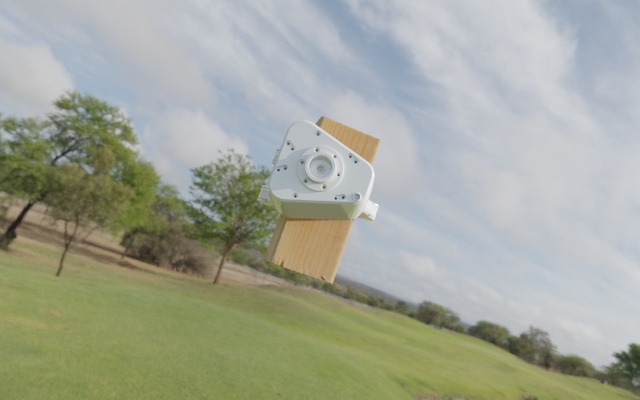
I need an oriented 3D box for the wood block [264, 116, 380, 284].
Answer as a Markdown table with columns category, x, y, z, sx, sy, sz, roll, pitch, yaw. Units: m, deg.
| category | x | y | z | sx | sy | sz | roll | pitch | yaw |
| --- | --- | --- | --- | --- | --- | --- | --- | --- | --- |
| wood block | 0.001 | 0.002 | 0.669 | 0.091 | 0.206 | 0.090 | 21 | -8 | -9 |
